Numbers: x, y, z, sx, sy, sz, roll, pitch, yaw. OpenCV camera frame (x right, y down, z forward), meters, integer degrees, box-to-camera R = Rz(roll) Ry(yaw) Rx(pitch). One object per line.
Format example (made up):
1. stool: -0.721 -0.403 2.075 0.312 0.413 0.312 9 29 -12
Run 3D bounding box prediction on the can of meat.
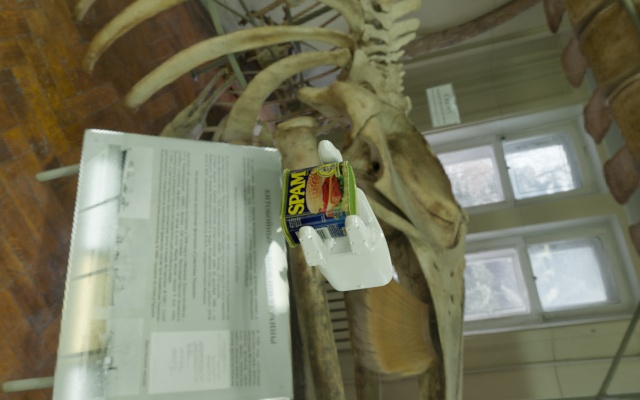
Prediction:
1. can of meat: 0.000 0.002 0.590 0.084 0.102 0.057 -10 -42 12
